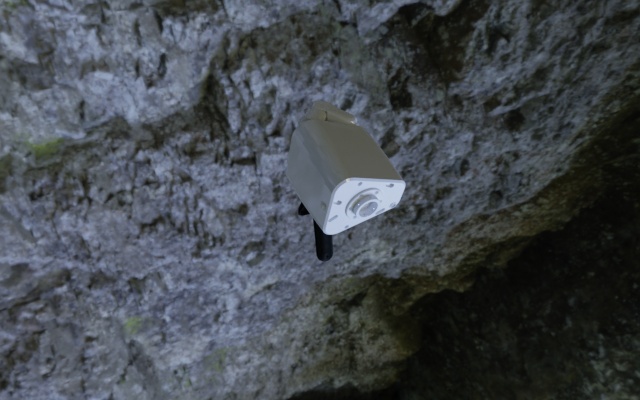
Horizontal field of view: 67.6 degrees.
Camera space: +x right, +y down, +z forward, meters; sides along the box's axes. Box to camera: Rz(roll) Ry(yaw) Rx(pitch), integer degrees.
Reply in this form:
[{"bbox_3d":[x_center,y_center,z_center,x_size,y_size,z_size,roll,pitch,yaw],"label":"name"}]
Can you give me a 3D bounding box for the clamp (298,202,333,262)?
[{"bbox_3d":[0.001,0.002,0.687,0.039,0.120,0.172,-14,-39,-19],"label":"clamp"}]
